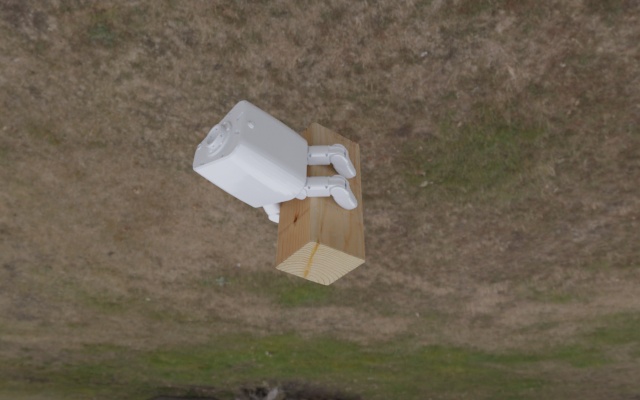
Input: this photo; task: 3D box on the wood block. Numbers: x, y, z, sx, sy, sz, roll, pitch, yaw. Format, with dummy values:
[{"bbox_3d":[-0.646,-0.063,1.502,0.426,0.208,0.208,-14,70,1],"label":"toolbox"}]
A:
[{"bbox_3d":[0.000,0.002,0.690,0.090,0.206,0.091,23,-42,-27],"label":"wood block"}]
